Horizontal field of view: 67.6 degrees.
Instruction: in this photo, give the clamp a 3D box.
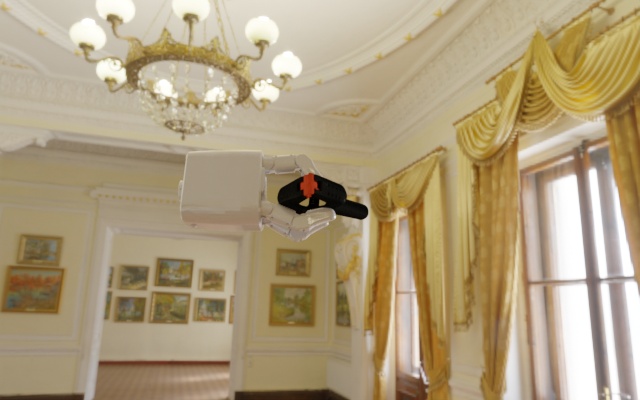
[{"bbox_3d":[0.000,0.001,0.686,0.164,0.036,0.210,-2,-13,-5],"label":"clamp"}]
